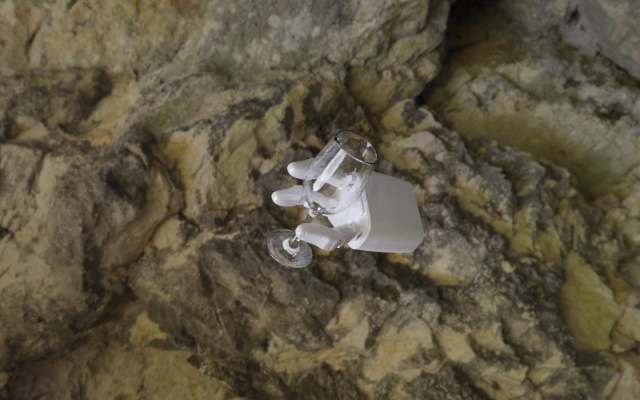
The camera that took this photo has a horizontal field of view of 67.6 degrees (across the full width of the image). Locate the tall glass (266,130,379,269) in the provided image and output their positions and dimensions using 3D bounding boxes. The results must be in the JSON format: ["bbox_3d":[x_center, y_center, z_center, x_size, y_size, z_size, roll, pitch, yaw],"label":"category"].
[{"bbox_3d":[0.000,0.003,0.640,0.079,0.079,0.201,0,-43,-38],"label":"tall glass"}]
